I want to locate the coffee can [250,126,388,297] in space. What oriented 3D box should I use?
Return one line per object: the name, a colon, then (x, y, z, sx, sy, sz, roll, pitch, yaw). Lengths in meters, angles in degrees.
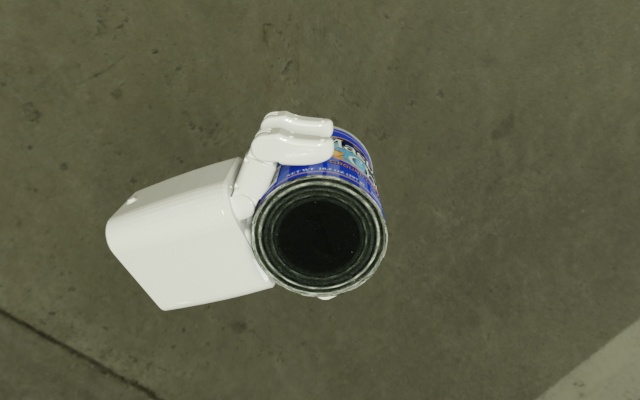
coffee can: (0.000, 0.001, 0.417, 0.103, 0.103, 0.140, 0, 24, 1)
